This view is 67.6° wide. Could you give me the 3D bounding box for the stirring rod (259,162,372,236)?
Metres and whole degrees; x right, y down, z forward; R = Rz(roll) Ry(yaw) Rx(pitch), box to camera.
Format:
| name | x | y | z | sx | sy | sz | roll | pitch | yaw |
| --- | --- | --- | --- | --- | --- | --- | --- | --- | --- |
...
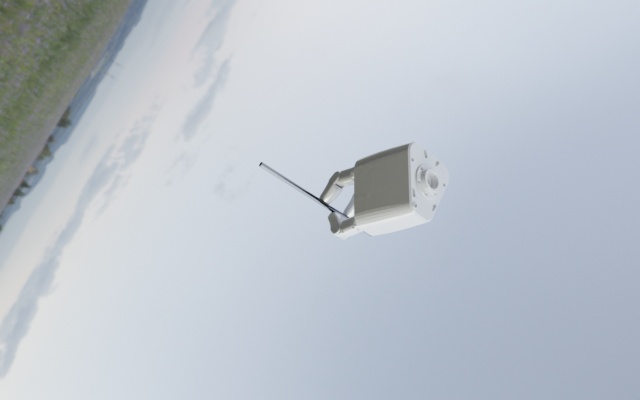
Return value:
| name | x | y | z | sx | sy | sz | roll | pitch | yaw |
| --- | --- | --- | --- | --- | --- | --- | --- | --- | --- |
| stirring rod | 0.000 | 0.002 | 0.760 | 0.239 | 0.011 | 0.011 | 32 | -18 | -30 |
